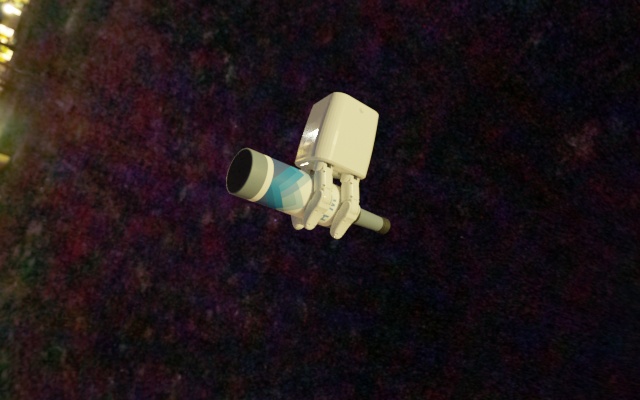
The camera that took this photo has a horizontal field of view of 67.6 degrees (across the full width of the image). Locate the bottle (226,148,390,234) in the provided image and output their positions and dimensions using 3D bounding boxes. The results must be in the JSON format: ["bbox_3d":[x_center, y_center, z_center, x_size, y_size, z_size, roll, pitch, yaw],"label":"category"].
[{"bbox_3d":[0.000,0.002,0.732,0.296,0.069,0.069,21,-13,-37],"label":"bottle"}]
